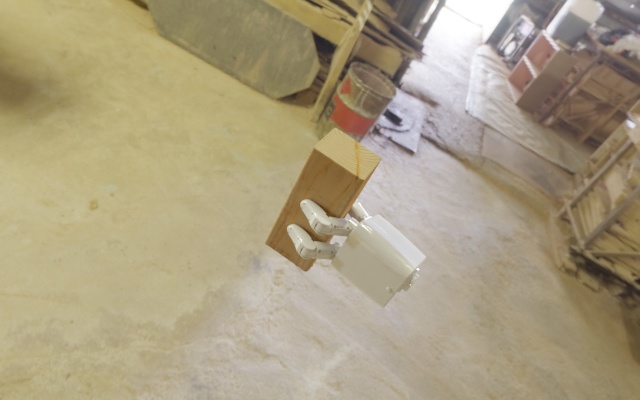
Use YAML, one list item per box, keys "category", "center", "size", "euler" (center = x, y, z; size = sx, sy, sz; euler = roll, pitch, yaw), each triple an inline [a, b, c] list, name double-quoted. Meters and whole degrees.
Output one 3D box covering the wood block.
- category: "wood block"
  center: [0.001, 0.002, 0.762]
  size: [0.090, 0.206, 0.090]
  euler: [34, 35, 6]
